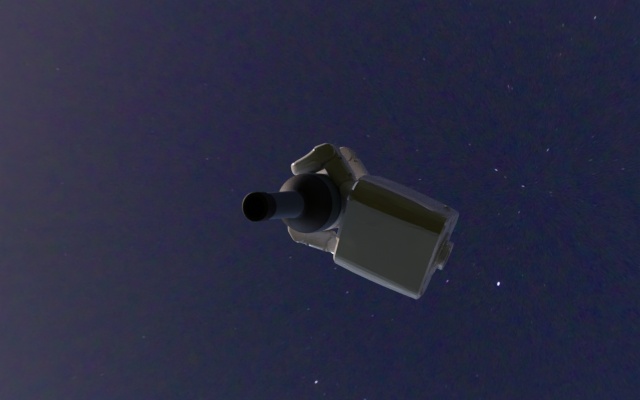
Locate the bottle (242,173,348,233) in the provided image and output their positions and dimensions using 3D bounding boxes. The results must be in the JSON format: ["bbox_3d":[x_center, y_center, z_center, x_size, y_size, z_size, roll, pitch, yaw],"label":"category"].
[{"bbox_3d":[0.000,0.002,0.556,0.069,0.069,0.295,0,2,23],"label":"bottle"}]
